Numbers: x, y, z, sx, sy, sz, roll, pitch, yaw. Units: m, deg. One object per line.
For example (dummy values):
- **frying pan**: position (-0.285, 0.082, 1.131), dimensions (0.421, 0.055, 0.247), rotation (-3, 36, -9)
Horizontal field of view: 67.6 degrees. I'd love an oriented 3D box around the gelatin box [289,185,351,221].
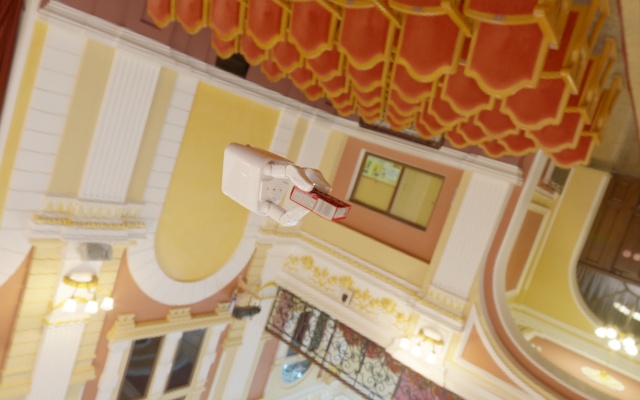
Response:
- **gelatin box**: position (0.000, 0.003, 0.829), dimensions (0.089, 0.030, 0.073), rotation (28, 11, 20)
